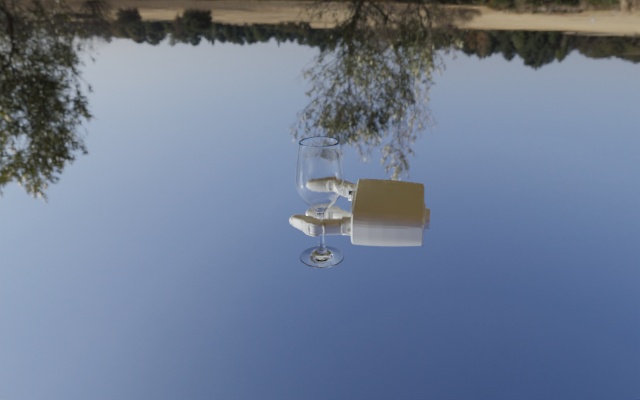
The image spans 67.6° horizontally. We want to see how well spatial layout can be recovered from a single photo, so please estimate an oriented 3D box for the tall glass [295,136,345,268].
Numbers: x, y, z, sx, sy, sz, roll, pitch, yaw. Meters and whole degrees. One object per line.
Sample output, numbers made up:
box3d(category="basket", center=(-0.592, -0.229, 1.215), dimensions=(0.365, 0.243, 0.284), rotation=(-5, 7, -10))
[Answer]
box3d(category="tall glass", center=(0.000, 0.003, 0.763), dimensions=(0.079, 0.201, 0.079), rotation=(-2, 22, 1))
